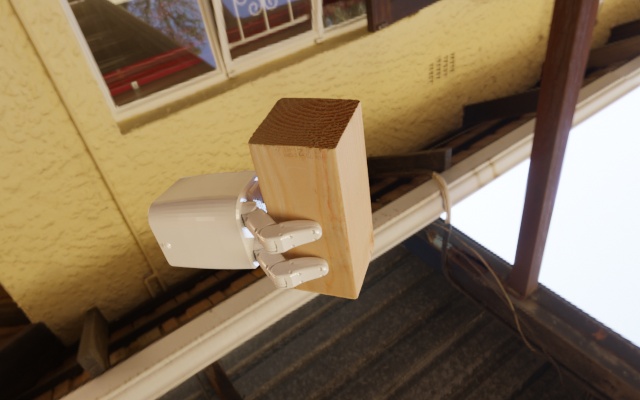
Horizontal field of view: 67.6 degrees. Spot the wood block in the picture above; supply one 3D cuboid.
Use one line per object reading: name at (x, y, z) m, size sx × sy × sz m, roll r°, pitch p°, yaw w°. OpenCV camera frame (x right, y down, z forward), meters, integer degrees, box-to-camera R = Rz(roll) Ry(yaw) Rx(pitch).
wood block at (0.000, 0.002, 0.521) m, size 0.090 × 0.206 × 0.090 m, roll 6°, pitch 42°, yaw 18°
